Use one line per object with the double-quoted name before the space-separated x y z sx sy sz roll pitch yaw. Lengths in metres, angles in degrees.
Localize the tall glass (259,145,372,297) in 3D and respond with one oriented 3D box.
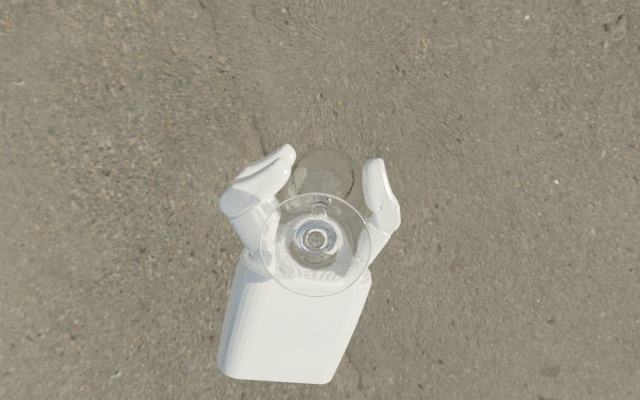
"tall glass" 0.000 0.001 0.407 0.079 0.079 0.201 0 18 2
